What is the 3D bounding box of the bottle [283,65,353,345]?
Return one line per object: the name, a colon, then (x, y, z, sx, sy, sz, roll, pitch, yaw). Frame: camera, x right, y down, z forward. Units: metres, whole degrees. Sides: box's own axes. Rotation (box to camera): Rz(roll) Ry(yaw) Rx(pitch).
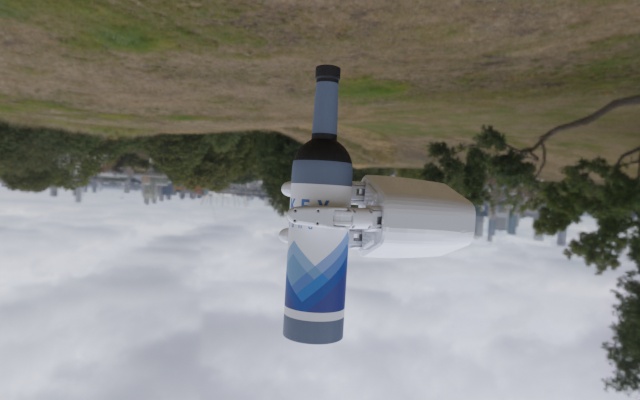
bottle: (0.000, 0.002, 0.524, 0.069, 0.295, 0.069, 3, 1, 0)
